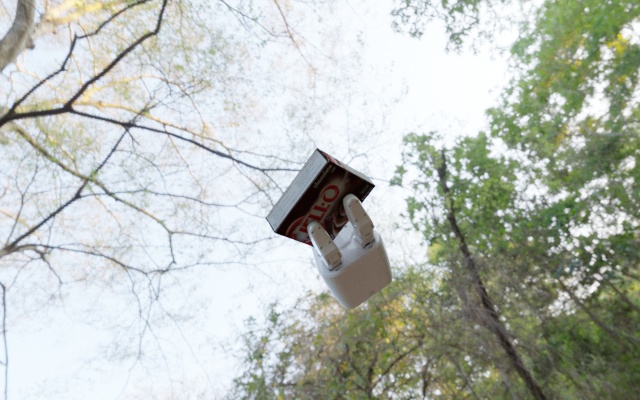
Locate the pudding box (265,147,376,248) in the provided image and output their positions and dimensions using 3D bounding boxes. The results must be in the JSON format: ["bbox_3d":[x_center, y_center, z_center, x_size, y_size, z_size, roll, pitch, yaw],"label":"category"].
[{"bbox_3d":[0.000,0.002,0.590,0.090,0.113,0.039,24,17,-43],"label":"pudding box"}]
